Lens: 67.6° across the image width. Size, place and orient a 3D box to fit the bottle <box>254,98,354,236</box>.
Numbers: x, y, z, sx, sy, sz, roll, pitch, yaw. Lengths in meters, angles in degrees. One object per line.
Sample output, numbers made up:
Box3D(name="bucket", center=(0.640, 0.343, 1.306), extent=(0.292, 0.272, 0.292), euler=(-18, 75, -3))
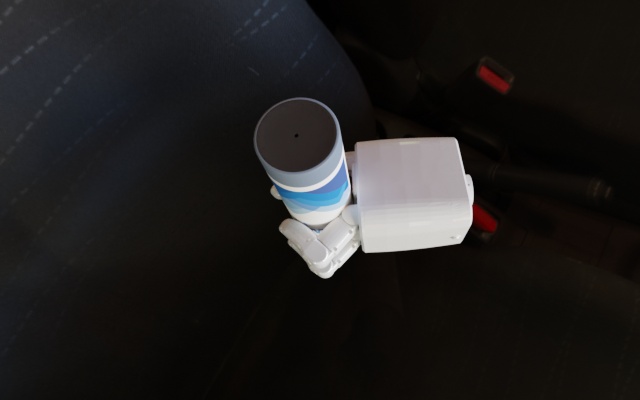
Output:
Box3D(name="bottle", center=(0.000, 0.002, 0.496), extent=(0.069, 0.069, 0.296), euler=(0, -20, 8))
